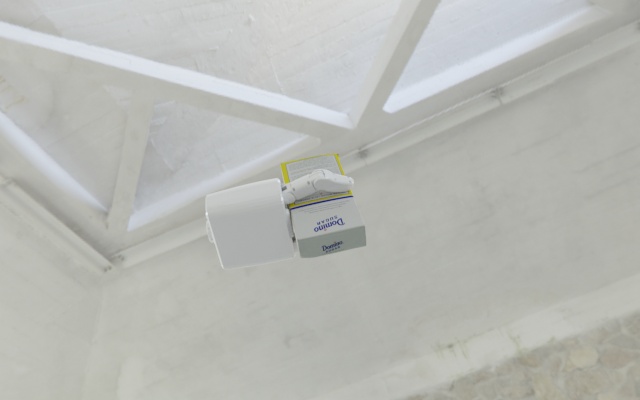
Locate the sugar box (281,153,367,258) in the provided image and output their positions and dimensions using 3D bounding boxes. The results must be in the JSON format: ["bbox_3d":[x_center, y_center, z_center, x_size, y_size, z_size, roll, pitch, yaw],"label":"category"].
[{"bbox_3d":[0.000,0.003,0.689,0.093,0.048,0.176,-11,43,-3],"label":"sugar box"}]
